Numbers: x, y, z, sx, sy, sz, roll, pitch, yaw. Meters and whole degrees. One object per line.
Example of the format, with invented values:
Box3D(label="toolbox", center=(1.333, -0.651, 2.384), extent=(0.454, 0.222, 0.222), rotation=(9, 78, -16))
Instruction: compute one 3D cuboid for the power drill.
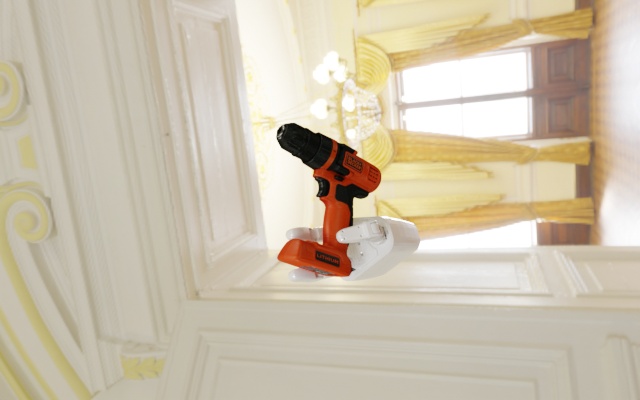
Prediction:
Box3D(label="power drill", center=(0.000, 0.003, 0.665), extent=(0.184, 0.187, 0.057), rotation=(24, -19, -32))
